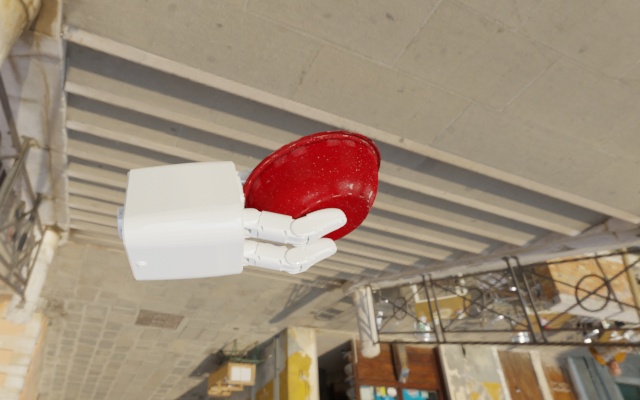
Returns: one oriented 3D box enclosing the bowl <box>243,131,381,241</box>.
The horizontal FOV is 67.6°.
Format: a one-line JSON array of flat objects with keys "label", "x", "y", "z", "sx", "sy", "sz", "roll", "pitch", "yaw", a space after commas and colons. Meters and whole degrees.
[{"label": "bowl", "x": 0.001, "y": 0.002, "z": 0.510, "sx": 0.162, "sy": 0.055, "sz": 0.162, "roll": -17, "pitch": -32, "yaw": -11}]
